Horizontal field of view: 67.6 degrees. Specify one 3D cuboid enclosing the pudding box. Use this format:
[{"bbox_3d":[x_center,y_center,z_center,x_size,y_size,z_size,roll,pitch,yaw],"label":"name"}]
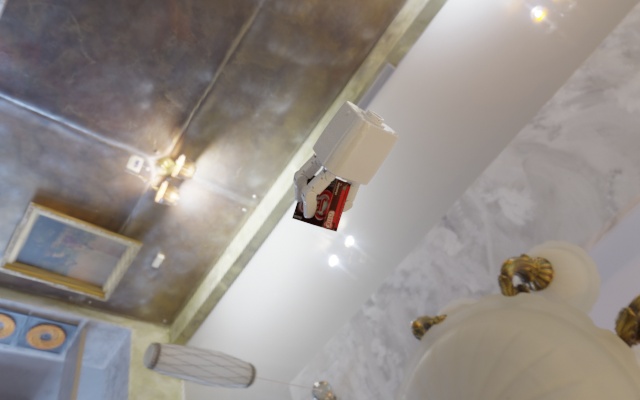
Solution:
[{"bbox_3d":[0.000,0.003,0.869,0.039,0.090,0.113,20,-5,-30],"label":"pudding box"}]
